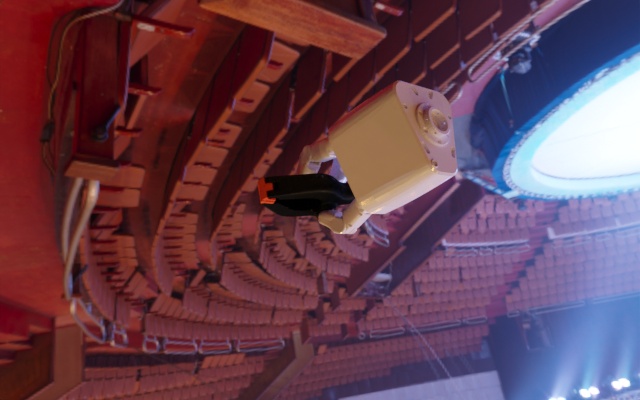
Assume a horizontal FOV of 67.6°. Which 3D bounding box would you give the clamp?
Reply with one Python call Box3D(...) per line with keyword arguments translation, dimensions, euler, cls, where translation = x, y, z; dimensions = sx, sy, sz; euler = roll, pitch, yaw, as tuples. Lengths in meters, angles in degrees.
Box3D(translation=(0.000, 0.003, 0.628), dimensions=(0.210, 0.036, 0.165), euler=(4, -25, -38), cls="clamp")
